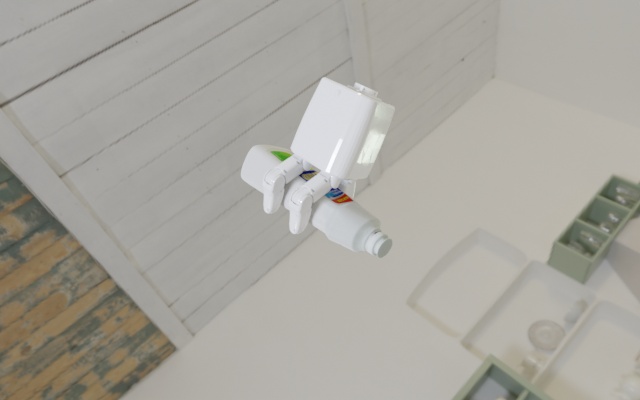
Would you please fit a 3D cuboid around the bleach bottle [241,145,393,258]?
[{"bbox_3d":[0.000,0.002,0.660,0.250,0.068,0.102,34,17,36],"label":"bleach bottle"}]
